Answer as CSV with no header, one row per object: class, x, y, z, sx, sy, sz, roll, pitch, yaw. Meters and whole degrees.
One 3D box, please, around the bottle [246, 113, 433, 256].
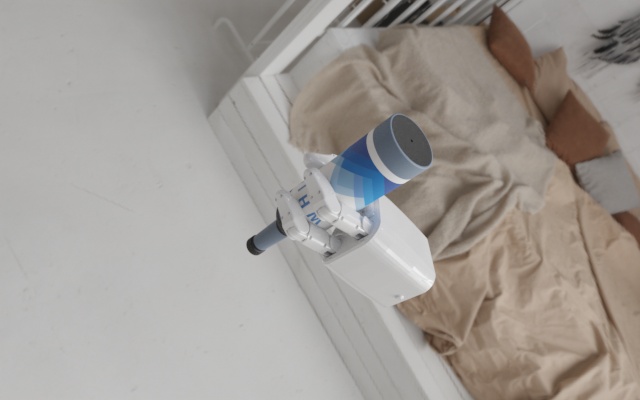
bottle,0.000,0.002,0.584,0.069,0.069,0.296,0,-26,-45
